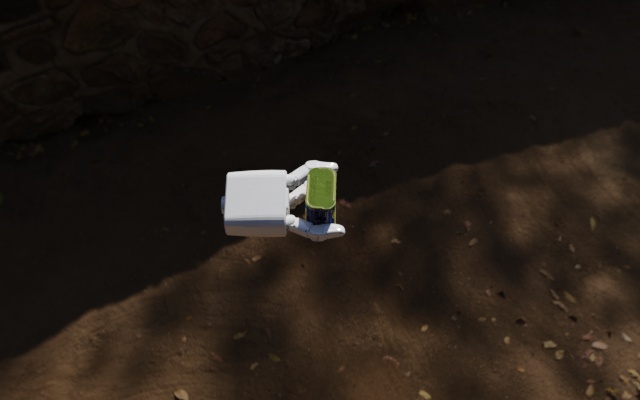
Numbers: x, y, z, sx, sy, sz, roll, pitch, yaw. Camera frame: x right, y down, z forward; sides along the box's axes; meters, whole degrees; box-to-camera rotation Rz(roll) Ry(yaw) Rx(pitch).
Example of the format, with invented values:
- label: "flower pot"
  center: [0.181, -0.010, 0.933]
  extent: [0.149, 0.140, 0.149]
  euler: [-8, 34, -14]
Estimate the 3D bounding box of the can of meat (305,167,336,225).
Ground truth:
- label: "can of meat"
  center: [0.000, 0.003, 0.850]
  extent: [0.057, 0.102, 0.084]
  euler: [2, -39, 0]
